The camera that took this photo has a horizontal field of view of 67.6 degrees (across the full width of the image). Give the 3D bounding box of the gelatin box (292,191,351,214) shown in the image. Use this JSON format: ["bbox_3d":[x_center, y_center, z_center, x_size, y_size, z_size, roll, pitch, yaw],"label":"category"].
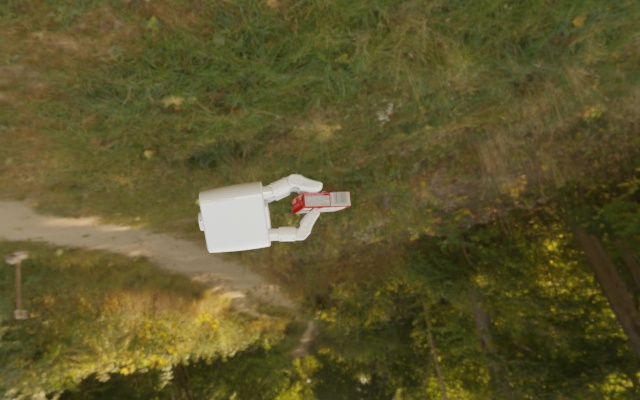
[{"bbox_3d":[0.001,0.003,0.851,0.089,0.030,0.073,-2,-8,-17],"label":"gelatin box"}]
